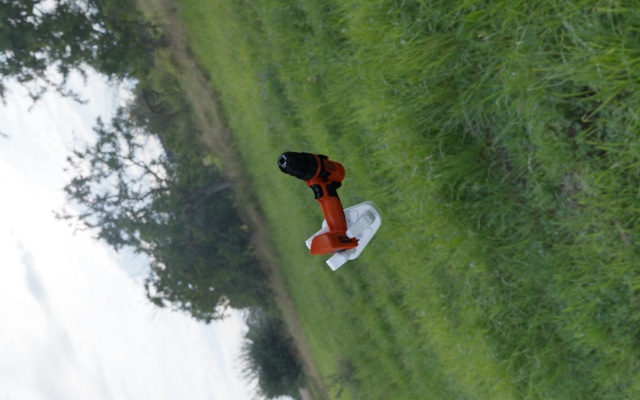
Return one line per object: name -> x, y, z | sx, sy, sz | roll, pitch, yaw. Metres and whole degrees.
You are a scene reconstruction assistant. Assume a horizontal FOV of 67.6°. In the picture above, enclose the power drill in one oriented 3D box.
power drill -> 0.000, 0.003, 0.877 | 0.057, 0.187, 0.184 | -20, -15, 33
